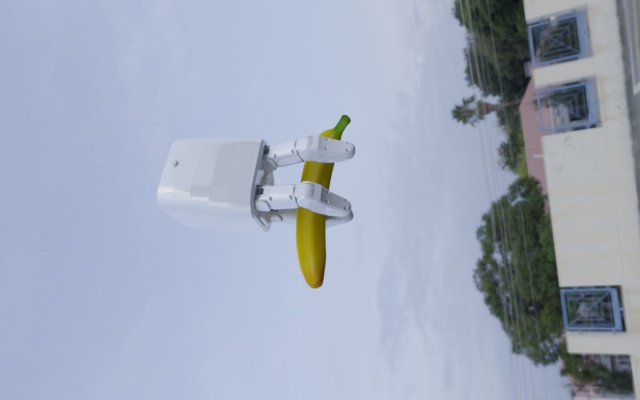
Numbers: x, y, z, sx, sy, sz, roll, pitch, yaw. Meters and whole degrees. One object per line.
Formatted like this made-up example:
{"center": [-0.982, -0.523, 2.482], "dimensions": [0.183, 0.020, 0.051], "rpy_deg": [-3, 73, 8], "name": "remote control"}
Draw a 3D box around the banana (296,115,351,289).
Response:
{"center": [-0.005, 0.001, 0.550], "dimensions": [0.037, 0.197, 0.069], "rpy_deg": [11, -11, -15], "name": "banana"}
